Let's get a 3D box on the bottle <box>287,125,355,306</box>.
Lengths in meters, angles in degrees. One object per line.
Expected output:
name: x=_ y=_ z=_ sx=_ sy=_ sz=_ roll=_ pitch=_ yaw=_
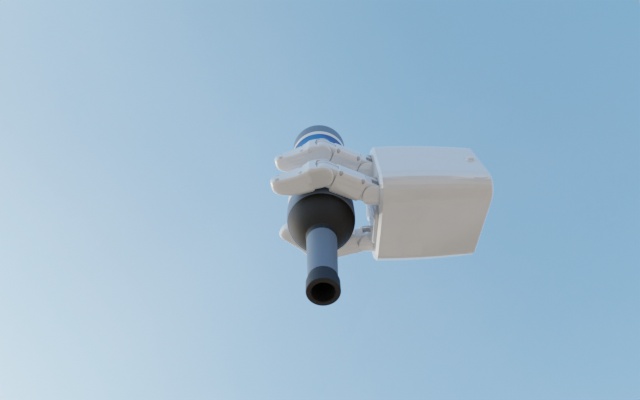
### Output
bottle: x=0.000 y=0.002 z=0.494 sx=0.069 sy=0.069 sz=0.295 roll=0 pitch=28 yaw=-1
